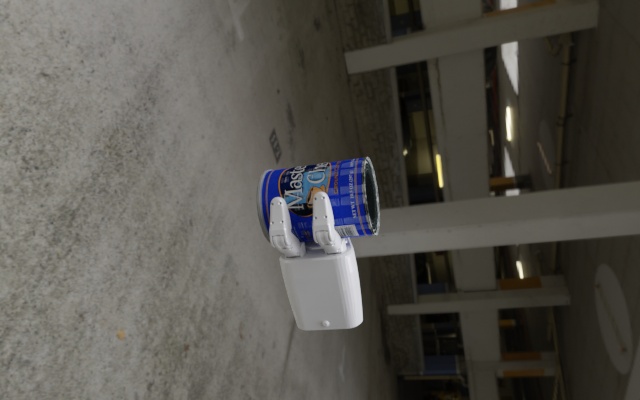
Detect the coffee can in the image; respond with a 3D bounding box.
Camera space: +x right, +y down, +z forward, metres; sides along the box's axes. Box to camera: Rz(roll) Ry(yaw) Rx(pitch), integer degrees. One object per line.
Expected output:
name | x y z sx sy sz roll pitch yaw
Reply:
coffee can | 0.000 0.002 0.631 0.140 0.103 0.103 -7 -2 15
